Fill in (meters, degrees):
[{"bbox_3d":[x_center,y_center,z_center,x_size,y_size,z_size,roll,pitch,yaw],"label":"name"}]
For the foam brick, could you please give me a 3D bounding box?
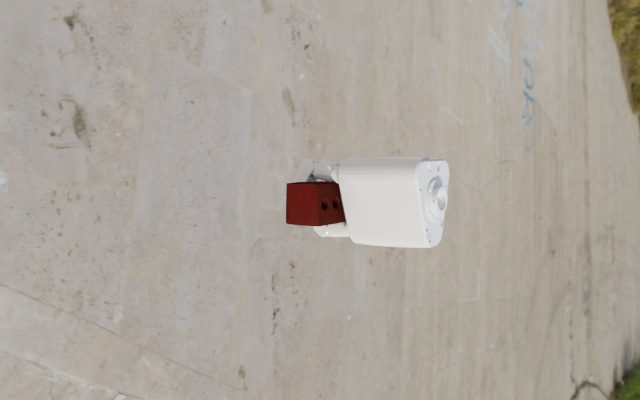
[{"bbox_3d":[0.000,0.002,0.608,0.051,0.053,0.078,4,7,38],"label":"foam brick"}]
